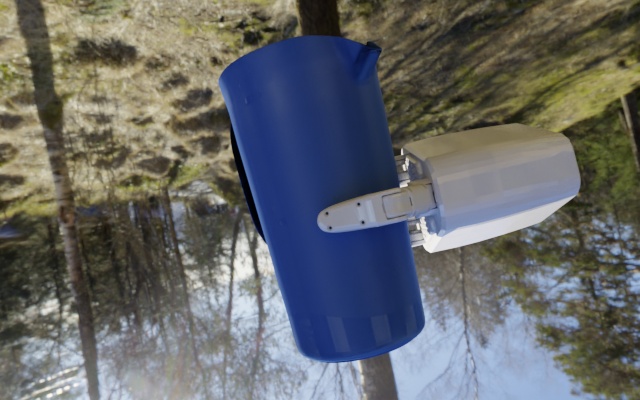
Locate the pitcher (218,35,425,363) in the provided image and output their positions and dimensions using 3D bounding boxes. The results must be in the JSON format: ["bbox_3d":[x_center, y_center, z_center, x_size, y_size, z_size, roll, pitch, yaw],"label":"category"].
[{"bbox_3d":[0.000,0.001,0.405,0.145,0.243,0.149,-13,-2,0],"label":"pitcher"}]
